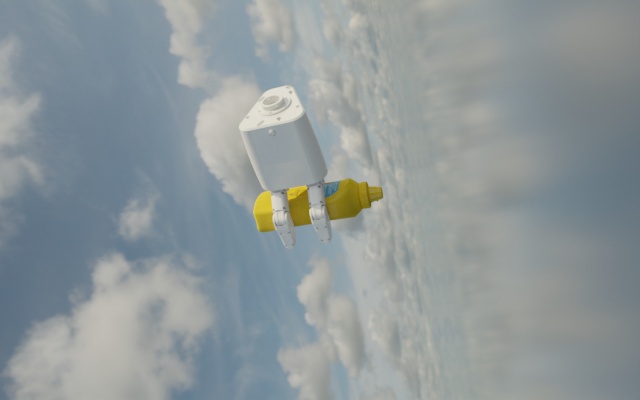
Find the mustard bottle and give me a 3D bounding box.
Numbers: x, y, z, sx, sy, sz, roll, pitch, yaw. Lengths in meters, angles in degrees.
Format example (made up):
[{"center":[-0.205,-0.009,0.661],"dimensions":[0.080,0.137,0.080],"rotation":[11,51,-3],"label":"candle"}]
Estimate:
[{"center":[0.000,0.003,0.734],"dimensions":[0.191,0.058,0.096],"rotation":[-10,16,12],"label":"mustard bottle"}]
